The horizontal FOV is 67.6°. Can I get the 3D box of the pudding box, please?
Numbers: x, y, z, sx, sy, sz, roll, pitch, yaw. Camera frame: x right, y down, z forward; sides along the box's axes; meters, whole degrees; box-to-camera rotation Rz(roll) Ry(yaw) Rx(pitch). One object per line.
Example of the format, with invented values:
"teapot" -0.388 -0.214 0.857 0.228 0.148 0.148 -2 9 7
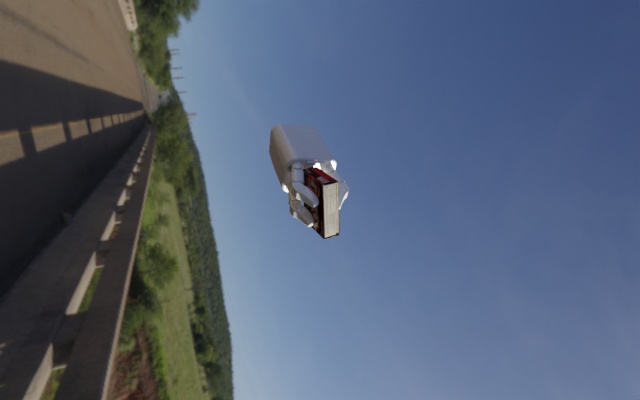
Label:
"pudding box" 0.000 0.003 0.896 0.039 0.113 0.090 -14 27 -21
